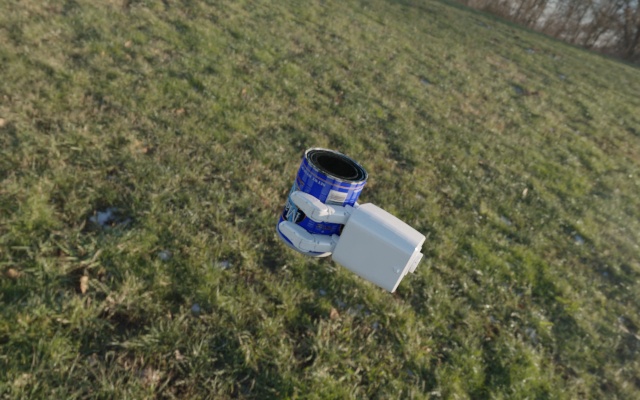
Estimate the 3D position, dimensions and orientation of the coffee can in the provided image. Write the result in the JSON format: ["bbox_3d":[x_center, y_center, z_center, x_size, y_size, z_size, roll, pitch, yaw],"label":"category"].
[{"bbox_3d":[0.000,0.002,0.751,0.103,0.140,0.102,18,27,-10],"label":"coffee can"}]
